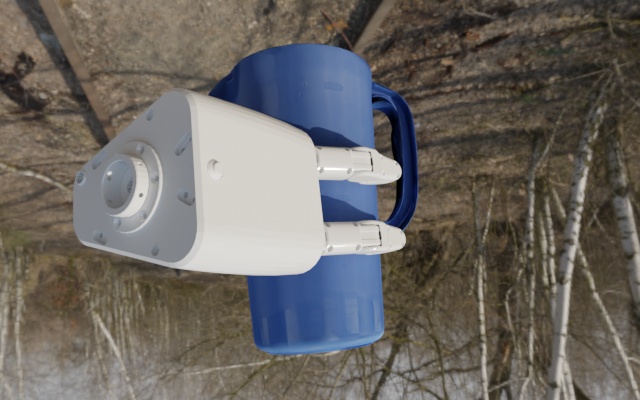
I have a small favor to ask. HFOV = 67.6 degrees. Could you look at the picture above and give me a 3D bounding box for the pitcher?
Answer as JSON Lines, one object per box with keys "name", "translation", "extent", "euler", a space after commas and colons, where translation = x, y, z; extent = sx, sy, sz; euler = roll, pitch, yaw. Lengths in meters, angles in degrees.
{"name": "pitcher", "translation": [0.000, 0.001, 0.418], "extent": [0.149, 0.242, 0.145], "euler": [-11, -13, 28]}
